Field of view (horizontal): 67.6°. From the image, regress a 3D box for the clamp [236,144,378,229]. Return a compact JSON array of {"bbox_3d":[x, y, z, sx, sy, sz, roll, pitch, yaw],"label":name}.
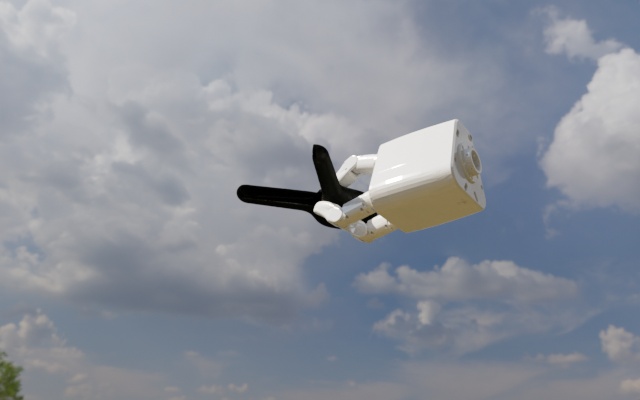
[{"bbox_3d":[0.001,0.002,0.666,0.164,0.036,0.210,-18,-35,36],"label":"clamp"}]
